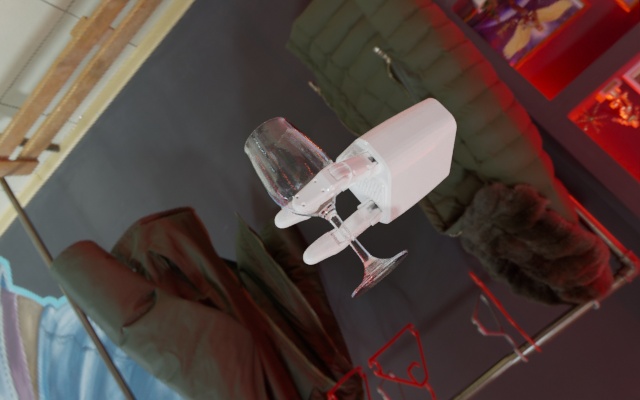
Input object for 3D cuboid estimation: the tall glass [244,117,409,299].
[{"bbox_3d":[0.000,0.002,0.509,0.079,0.201,0.079,-36,-17,-13],"label":"tall glass"}]
